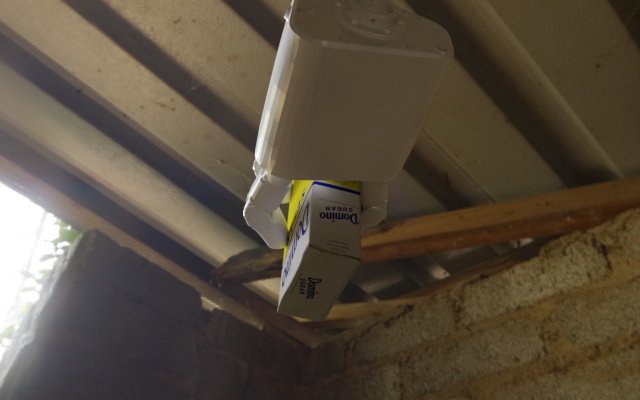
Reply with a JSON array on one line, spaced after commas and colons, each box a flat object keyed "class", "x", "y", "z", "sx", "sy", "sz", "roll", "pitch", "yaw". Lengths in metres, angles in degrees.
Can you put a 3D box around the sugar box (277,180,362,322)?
[{"class": "sugar box", "x": 0.000, "y": 0.001, "z": 0.407, "sx": 0.048, "sy": 0.176, "sz": 0.093, "roll": 15, "pitch": -45, "yaw": -9}]
